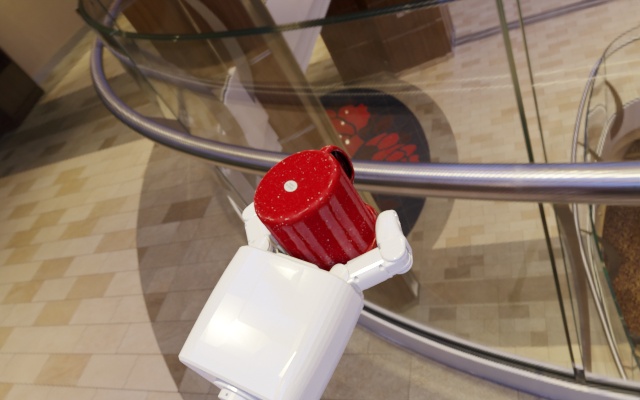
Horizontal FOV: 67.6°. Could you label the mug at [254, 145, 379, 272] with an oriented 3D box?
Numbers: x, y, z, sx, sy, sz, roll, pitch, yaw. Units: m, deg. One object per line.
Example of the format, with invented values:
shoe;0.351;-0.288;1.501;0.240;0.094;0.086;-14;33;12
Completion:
mug;0.001;0.000;0.423;0.093;0.117;0.081;4;-36;37
